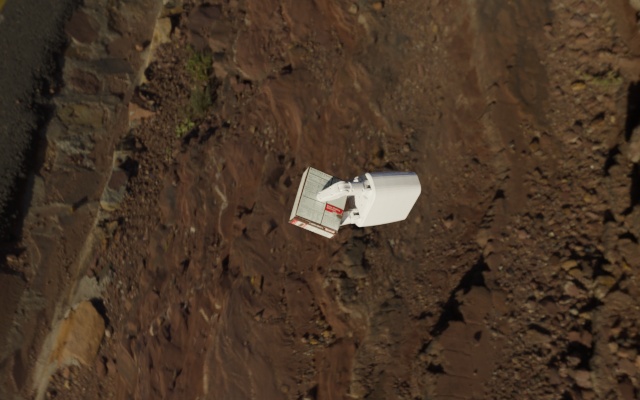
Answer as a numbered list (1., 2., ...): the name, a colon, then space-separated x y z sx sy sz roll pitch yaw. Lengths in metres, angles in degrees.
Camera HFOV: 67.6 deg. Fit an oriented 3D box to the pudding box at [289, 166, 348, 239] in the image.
1. pudding box: 0.000 0.003 0.893 0.090 0.113 0.039 21 -30 -11
